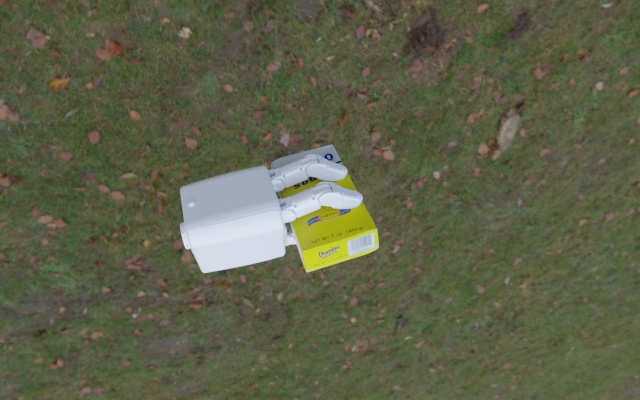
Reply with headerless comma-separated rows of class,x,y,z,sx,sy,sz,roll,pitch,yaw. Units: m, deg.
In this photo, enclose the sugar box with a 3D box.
sugar box,0.000,0.002,0.610,0.093,0.048,0.176,-16,46,-8
